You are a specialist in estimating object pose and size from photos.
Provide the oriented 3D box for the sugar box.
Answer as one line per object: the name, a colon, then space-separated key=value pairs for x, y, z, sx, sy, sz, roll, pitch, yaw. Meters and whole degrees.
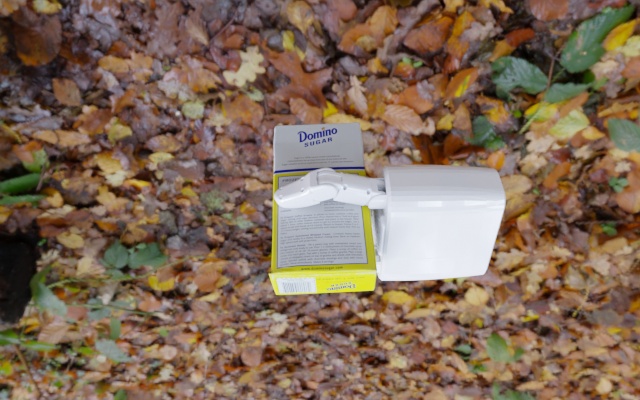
sugar box: x=0.000 y=0.002 z=0.467 sx=0.093 sy=0.176 sz=0.048 roll=-2 pitch=-38 yaw=1
